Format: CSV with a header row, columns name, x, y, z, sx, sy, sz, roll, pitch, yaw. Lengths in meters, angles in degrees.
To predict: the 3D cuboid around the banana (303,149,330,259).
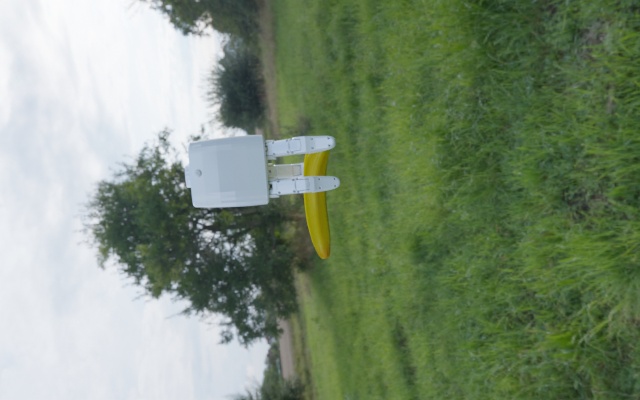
name,x,y,z,sx,sy,sz,roll,pitch,yaw
banana,-0.004,-0.008,0.733,0.037,0.198,0.069,-6,25,-13
